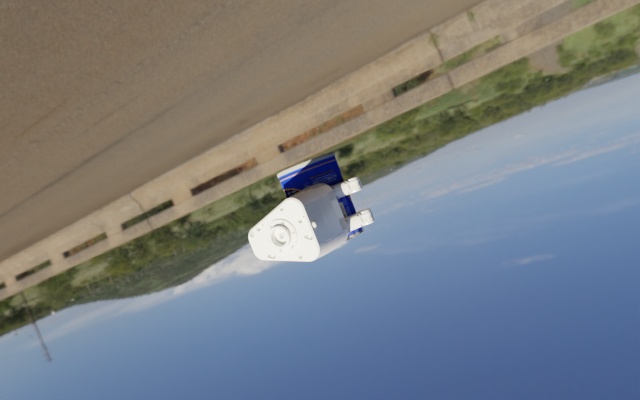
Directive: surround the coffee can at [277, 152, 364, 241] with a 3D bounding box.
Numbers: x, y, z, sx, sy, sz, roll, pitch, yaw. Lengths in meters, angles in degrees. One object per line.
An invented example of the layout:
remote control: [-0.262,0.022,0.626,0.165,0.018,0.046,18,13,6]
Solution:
coffee can: [0.000,0.002,0.799,0.103,0.140,0.103,-21,2,1]
